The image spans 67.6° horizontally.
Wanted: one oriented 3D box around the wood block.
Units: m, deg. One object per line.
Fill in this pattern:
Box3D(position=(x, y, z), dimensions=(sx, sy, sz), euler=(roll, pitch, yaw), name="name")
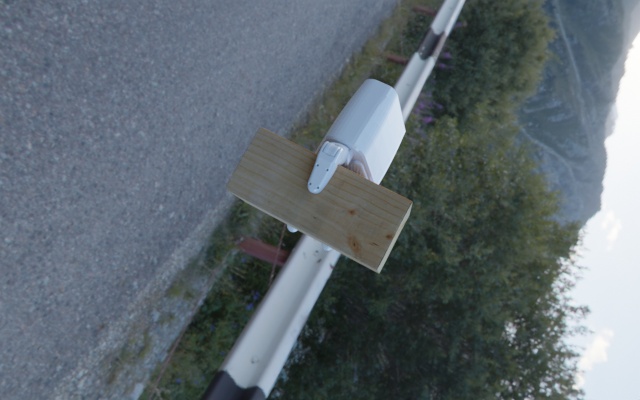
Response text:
Box3D(position=(0.000, 0.002, 0.597), dimensions=(0.206, 0.090, 0.091), euler=(27, -7, 12), name="wood block")
